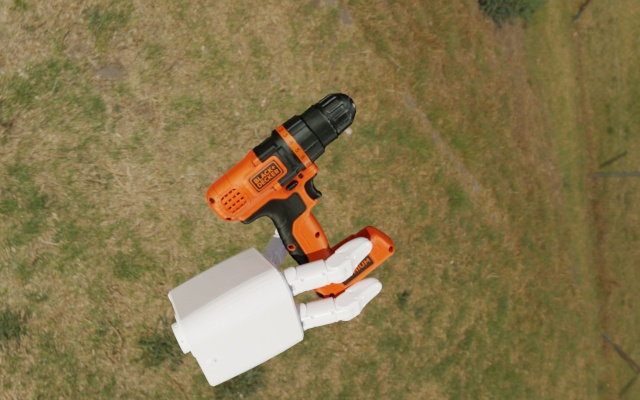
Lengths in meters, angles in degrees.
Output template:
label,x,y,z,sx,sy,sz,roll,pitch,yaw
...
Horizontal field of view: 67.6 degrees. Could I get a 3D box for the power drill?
label,x,y,z,sx,sy,sz,roll,pitch,yaw
power drill,0.000,0.002,0.522,0.184,0.188,0.057,-38,19,2
